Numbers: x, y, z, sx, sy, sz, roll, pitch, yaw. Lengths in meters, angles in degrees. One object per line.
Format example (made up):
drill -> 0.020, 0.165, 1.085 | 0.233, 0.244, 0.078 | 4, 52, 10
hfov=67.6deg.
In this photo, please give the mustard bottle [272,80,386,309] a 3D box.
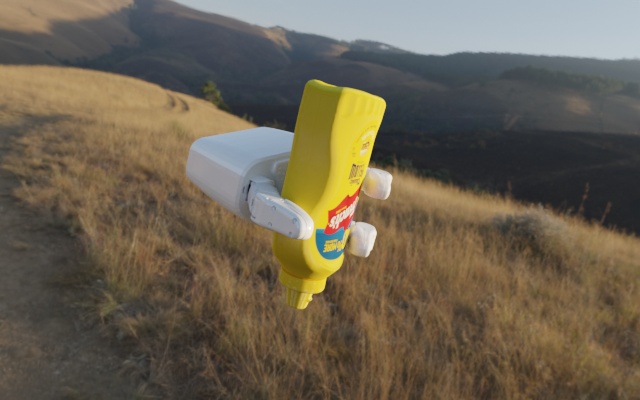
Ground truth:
mustard bottle -> 0.000, 0.001, 0.402 | 0.058, 0.192, 0.096 | 19, 13, 20
